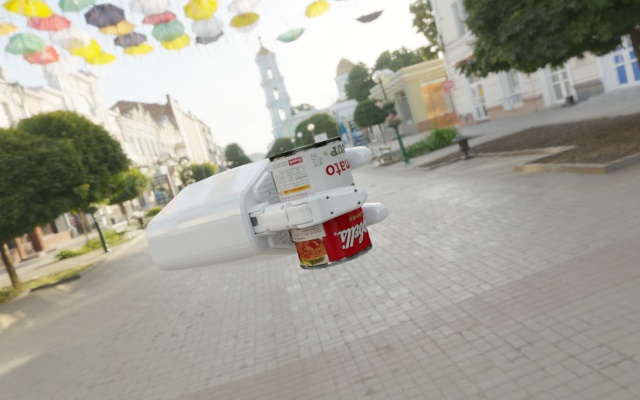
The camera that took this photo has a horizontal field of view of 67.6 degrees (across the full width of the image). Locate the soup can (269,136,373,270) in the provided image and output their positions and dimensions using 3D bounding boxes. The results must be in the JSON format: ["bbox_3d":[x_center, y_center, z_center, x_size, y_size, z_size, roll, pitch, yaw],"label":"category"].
[{"bbox_3d":[0.000,0.001,0.422,0.068,0.102,0.068,-16,6,2],"label":"soup can"}]
